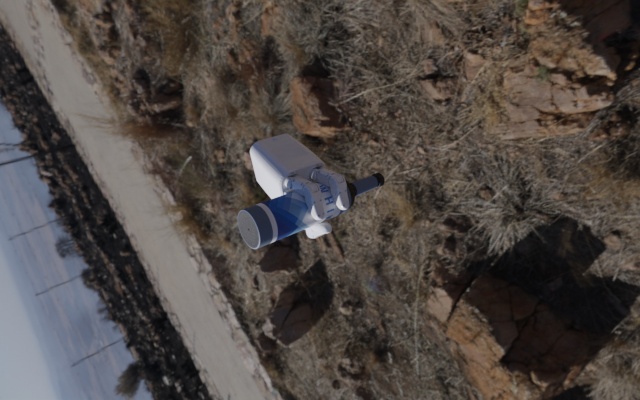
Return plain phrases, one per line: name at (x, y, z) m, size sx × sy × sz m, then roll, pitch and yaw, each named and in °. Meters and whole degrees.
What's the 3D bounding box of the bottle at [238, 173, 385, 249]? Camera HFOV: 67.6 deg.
bottle at (0.000, 0.003, 0.834) m, size 0.295 × 0.069 × 0.069 m, roll -21°, pitch 12°, yaw -34°
